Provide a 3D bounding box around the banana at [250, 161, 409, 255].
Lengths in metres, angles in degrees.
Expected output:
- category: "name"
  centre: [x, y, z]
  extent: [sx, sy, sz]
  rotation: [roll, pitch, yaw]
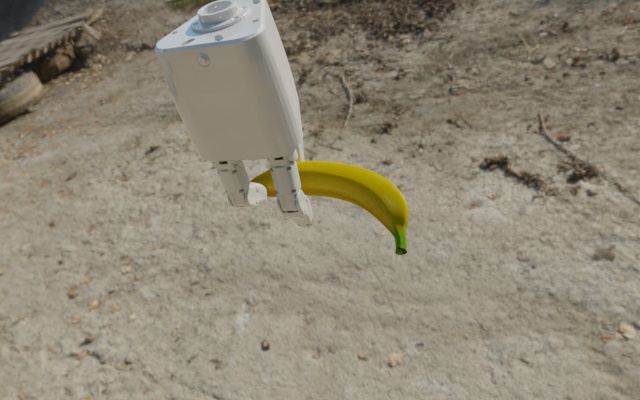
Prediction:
- category: "banana"
  centre: [0.013, -0.010, 0.493]
  extent: [0.197, 0.037, 0.069]
  rotation: [20, 56, 32]
